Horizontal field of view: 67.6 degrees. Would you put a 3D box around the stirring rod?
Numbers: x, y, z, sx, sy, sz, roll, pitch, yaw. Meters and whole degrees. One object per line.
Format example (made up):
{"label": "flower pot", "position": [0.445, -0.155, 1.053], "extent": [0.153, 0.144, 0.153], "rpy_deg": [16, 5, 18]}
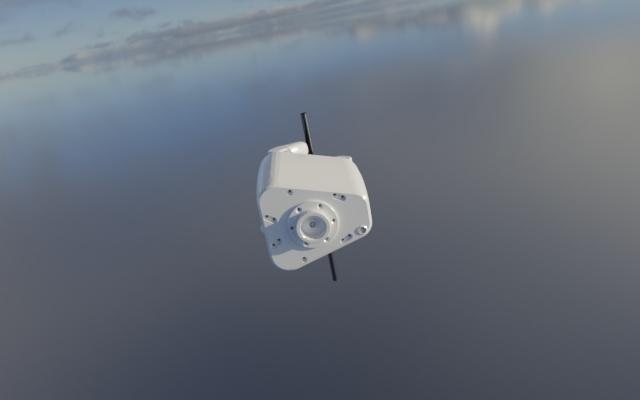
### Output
{"label": "stirring rod", "position": [0.000, 0.002, 0.636], "extent": [0.011, 0.240, 0.011], "rpy_deg": [-10, 21, 4]}
